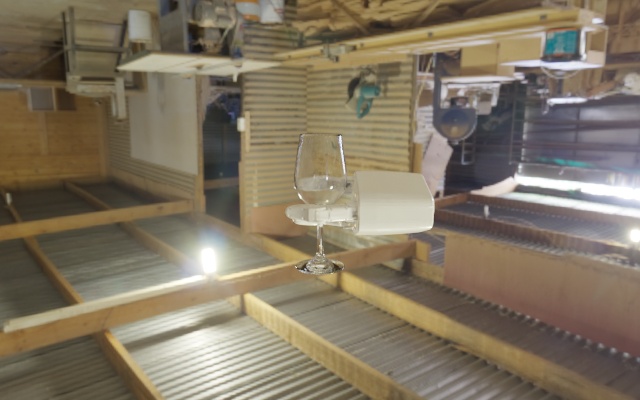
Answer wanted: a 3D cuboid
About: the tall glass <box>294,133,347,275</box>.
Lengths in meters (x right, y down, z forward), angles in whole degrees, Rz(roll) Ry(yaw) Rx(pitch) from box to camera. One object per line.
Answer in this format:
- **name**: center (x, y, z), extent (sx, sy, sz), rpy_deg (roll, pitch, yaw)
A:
- **tall glass**: center (0.000, 0.003, 0.707), extent (0.079, 0.201, 0.079), rpy_deg (0, 10, 0)
